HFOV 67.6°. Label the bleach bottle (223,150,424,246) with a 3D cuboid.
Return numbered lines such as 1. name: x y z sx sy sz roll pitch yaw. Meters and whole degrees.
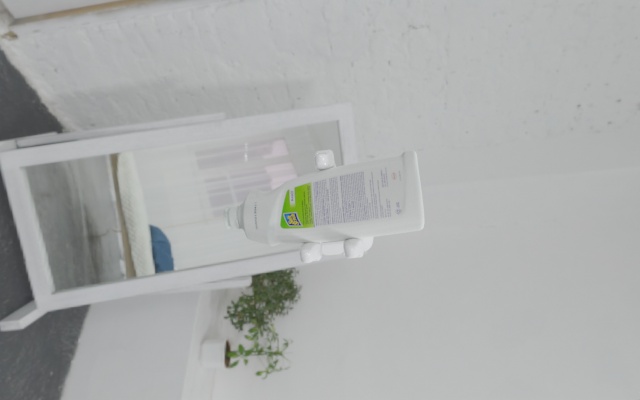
1. bleach bottle: 0.000 0.002 0.610 0.251 0.102 0.068 -6 -17 8
